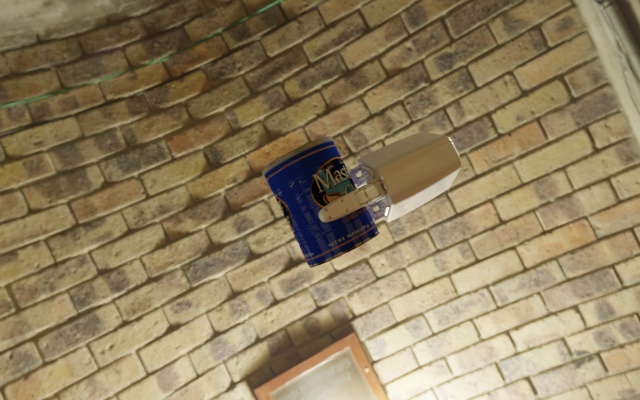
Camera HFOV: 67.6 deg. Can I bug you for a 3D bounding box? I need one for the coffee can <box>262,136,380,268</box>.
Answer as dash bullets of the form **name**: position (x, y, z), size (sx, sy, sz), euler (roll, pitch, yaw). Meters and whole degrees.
- **coffee can**: position (0.000, 0.002, 0.622), size (0.103, 0.140, 0.103), euler (-27, -1, -1)
